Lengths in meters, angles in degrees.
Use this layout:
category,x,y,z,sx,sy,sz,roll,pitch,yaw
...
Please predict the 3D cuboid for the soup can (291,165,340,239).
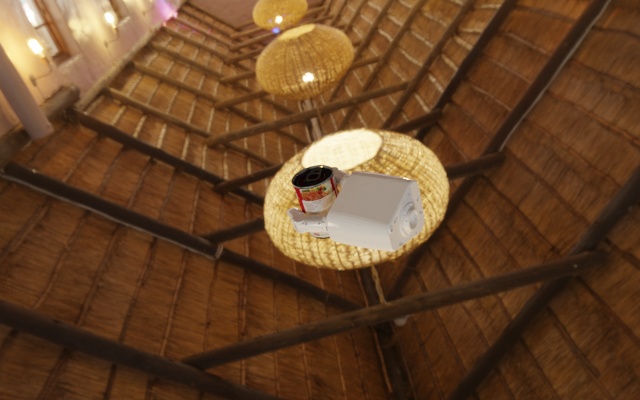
category,x,y,z,sx,sy,sz,roll,pitch,yaw
soup can,0.000,0.003,0.771,0.068,0.102,0.068,-13,31,8
